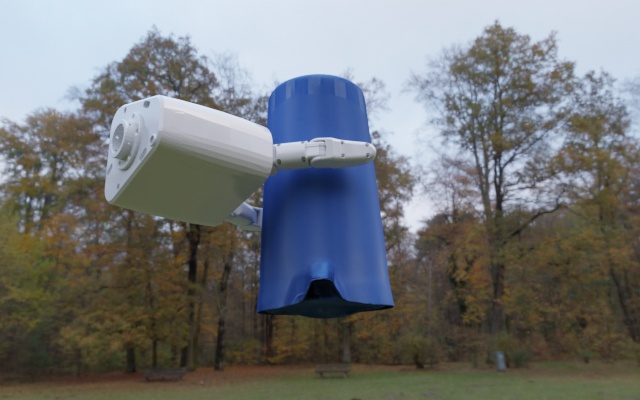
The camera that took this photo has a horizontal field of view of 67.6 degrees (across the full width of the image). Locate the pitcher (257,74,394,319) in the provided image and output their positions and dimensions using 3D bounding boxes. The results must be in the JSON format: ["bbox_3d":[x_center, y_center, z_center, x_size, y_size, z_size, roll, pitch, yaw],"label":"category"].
[{"bbox_3d":[0.000,0.002,0.509,0.145,0.242,0.149,12,-22,-39],"label":"pitcher"}]
